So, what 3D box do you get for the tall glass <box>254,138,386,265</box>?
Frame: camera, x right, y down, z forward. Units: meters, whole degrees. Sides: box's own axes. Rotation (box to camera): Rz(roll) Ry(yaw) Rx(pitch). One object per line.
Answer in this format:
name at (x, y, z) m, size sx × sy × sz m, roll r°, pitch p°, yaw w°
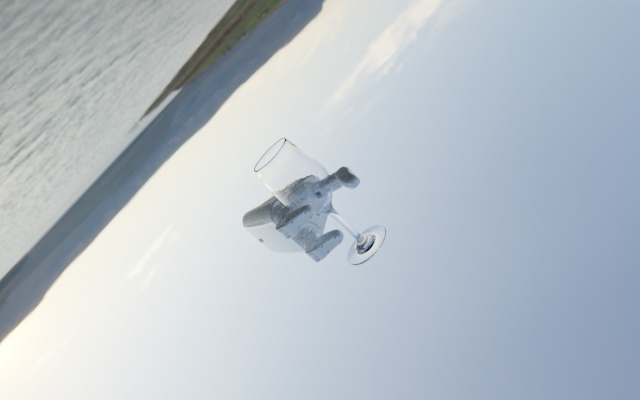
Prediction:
tall glass at (0.001, 0.003, 0.672) m, size 0.201 × 0.079 × 0.079 m, roll 43°, pitch -18°, yaw -20°
